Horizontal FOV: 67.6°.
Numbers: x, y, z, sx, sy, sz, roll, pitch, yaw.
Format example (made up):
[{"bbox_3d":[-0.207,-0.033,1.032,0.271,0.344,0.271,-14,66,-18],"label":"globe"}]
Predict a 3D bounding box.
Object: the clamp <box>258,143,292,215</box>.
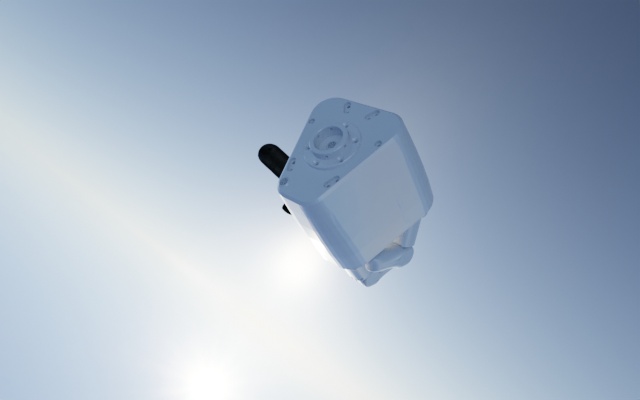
[{"bbox_3d":[0.000,0.002,0.521,0.171,0.039,0.120,25,-20,37],"label":"clamp"}]
